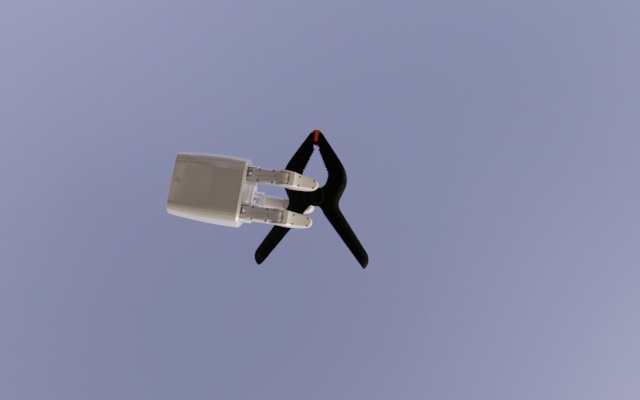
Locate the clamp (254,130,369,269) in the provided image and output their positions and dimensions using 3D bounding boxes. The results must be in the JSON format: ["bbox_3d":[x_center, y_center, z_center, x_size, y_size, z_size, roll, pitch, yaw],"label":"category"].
[{"bbox_3d":[0.000,0.002,0.706,0.164,0.210,0.036,9,-9,2],"label":"clamp"}]
